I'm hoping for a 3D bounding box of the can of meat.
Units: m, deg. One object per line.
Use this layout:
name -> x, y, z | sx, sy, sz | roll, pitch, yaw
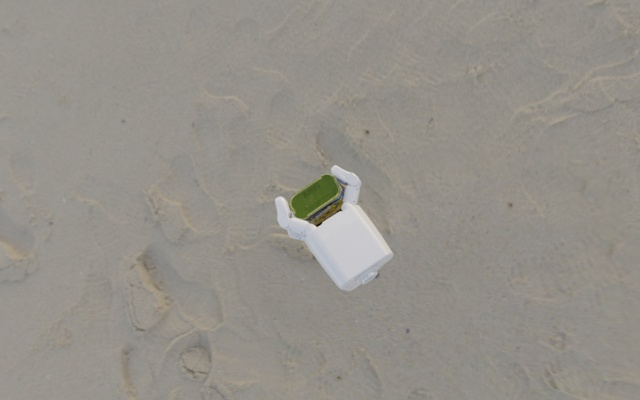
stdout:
can of meat -> 0.000, 0.003, 0.864 | 0.102, 0.057, 0.084 | -34, -20, 5
